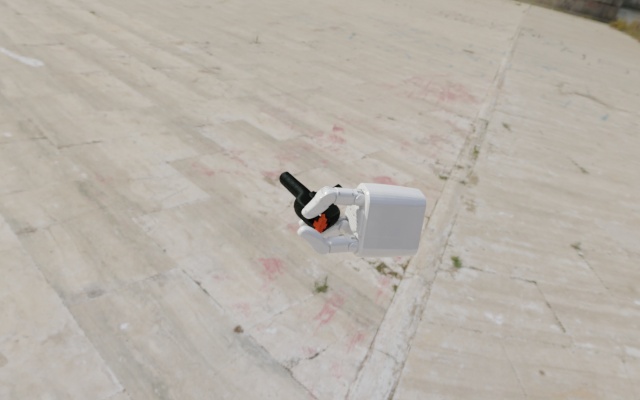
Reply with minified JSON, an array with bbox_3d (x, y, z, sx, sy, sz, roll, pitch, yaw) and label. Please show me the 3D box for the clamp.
[{"bbox_3d":[0.000,0.002,0.820,0.120,0.039,0.171,3,31,-19],"label":"clamp"}]
